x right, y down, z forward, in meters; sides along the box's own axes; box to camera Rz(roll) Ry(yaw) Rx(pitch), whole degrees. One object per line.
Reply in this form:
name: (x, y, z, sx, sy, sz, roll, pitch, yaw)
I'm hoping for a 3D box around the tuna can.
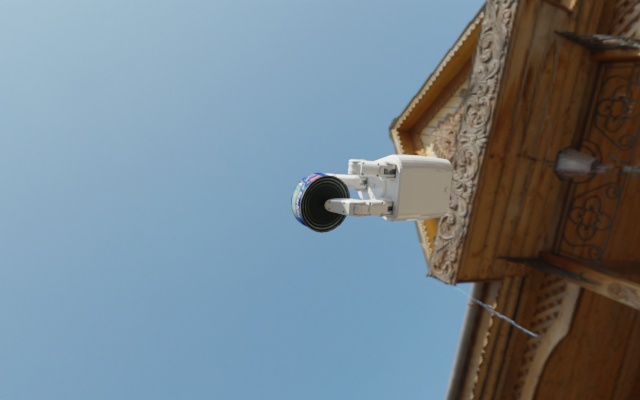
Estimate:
tuna can: (0.000, 0.002, 0.709, 0.086, 0.086, 0.033, 0, 12, -32)
